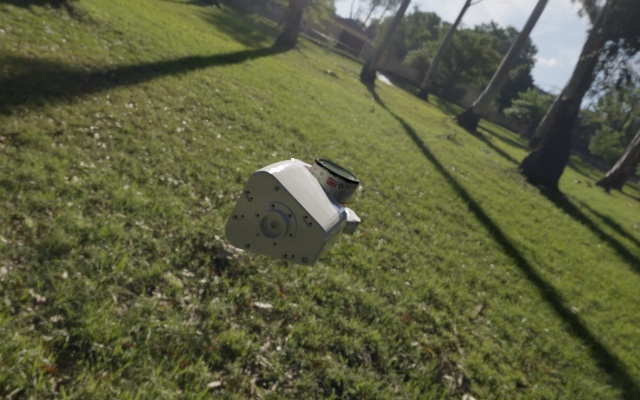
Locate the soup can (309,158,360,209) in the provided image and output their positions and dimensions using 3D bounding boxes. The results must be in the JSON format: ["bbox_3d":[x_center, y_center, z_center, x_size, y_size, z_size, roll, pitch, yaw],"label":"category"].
[{"bbox_3d":[0.000,0.002,0.644,0.068,0.102,0.068,26,14,-7],"label":"soup can"}]
